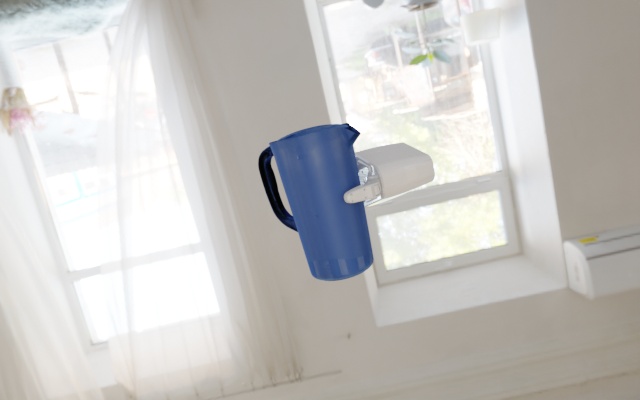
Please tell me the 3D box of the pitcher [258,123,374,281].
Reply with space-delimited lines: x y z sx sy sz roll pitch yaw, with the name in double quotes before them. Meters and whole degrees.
"pitcher" 0.000 0.003 0.782 0.145 0.243 0.149 -17 10 -19
